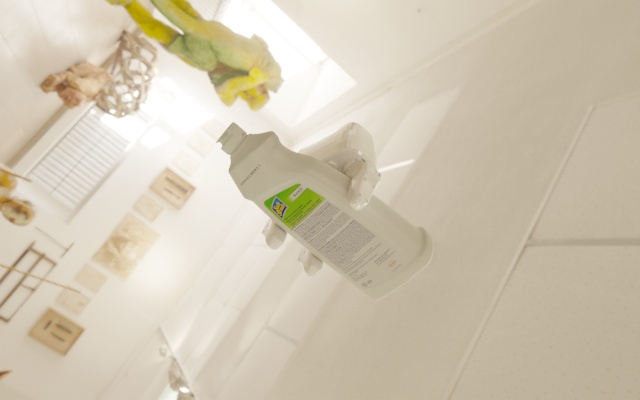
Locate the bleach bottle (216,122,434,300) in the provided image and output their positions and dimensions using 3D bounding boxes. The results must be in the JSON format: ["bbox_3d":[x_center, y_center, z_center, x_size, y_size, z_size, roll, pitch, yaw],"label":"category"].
[{"bbox_3d":[0.000,0.002,0.519,0.251,0.102,0.068,39,26,-15],"label":"bleach bottle"}]
